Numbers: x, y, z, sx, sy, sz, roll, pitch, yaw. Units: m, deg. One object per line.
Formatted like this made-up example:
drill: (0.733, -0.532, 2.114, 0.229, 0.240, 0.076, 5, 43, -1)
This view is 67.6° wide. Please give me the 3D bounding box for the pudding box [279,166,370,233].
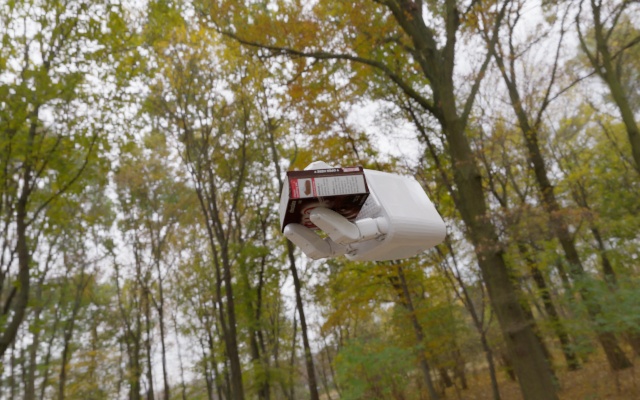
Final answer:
pudding box: (0.000, 0.002, 0.557, 0.090, 0.039, 0.113, -6, -24, -11)
